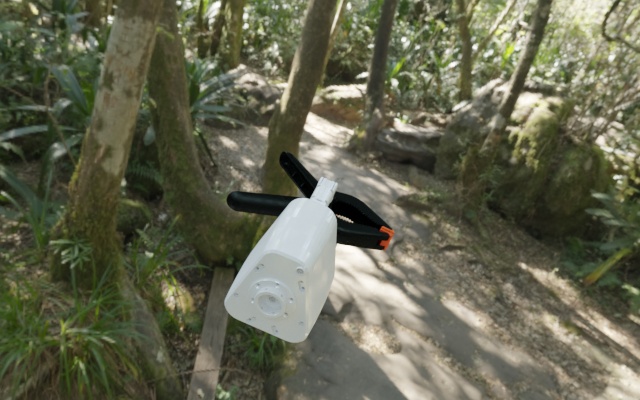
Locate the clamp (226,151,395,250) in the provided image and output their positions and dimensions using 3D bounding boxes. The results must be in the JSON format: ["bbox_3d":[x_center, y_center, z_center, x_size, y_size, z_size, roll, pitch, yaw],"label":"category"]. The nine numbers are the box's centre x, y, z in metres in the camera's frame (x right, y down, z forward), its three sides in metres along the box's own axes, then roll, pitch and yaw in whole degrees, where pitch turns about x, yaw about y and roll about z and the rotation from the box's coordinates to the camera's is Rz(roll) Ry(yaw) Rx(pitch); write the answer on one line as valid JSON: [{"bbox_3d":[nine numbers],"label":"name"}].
[{"bbox_3d":[0.001,0.002,0.644,0.210,0.036,0.164,22,33,4],"label":"clamp"}]
